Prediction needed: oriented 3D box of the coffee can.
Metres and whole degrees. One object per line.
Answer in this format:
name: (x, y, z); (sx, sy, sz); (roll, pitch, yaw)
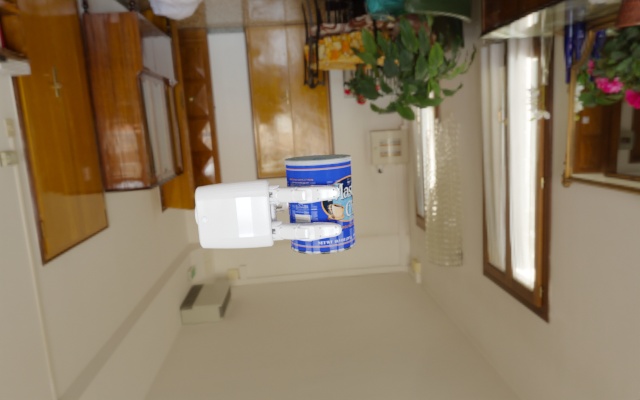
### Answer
coffee can: (0.000, 0.002, 0.744); (0.103, 0.140, 0.103); (-4, 9, 1)
